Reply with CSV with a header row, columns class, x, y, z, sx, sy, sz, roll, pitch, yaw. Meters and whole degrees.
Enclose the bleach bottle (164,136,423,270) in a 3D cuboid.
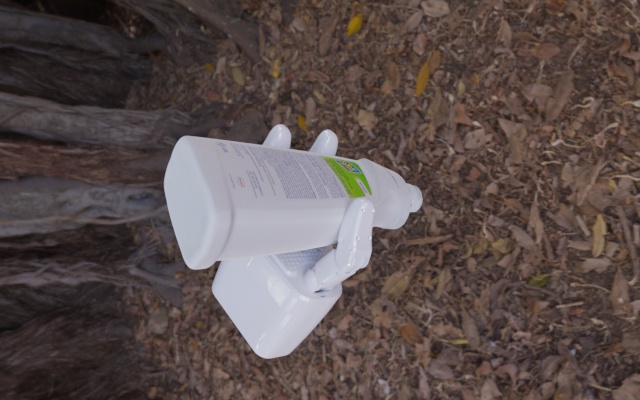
class,x,y,z,sx,sy,sz,roll,pitch,yaw
bleach bottle,0.000,0.001,0.423,0.251,0.102,0.068,2,-44,-37
